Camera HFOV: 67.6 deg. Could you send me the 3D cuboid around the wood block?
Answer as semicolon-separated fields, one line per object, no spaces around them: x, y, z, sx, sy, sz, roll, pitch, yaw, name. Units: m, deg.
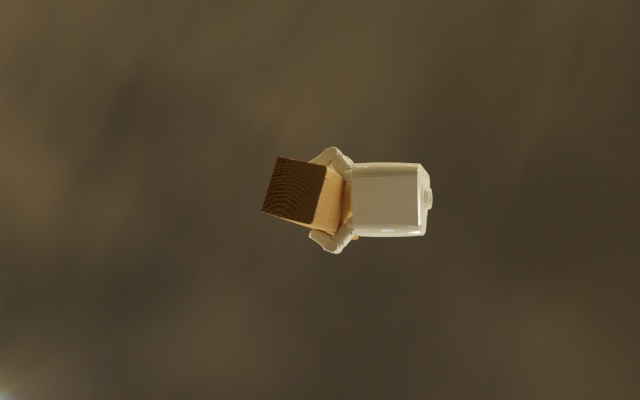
0.000;0.003;0.793;0.090;0.091;0.206;14;-5;25;wood block
